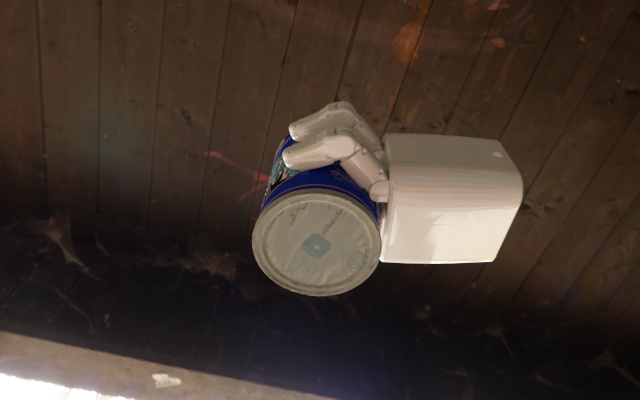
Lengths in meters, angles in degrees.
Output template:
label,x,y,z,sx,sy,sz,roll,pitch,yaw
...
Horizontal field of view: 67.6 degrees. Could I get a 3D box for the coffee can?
label,x,y,z,sx,sy,sz,roll,pitch,yaw
coffee can,0.000,0.002,0.435,0.103,0.103,0.140,0,31,3
